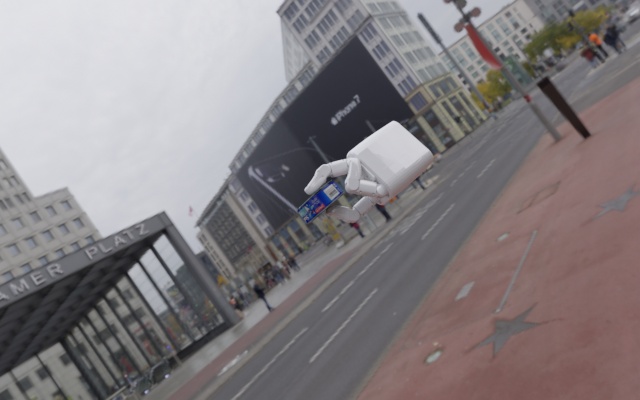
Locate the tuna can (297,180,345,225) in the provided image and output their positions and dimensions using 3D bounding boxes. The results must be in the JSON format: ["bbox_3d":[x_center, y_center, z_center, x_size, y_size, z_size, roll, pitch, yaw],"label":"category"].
[{"bbox_3d":[0.000,0.002,0.845,0.086,0.034,0.086,-41,-1,-1],"label":"tuna can"}]
